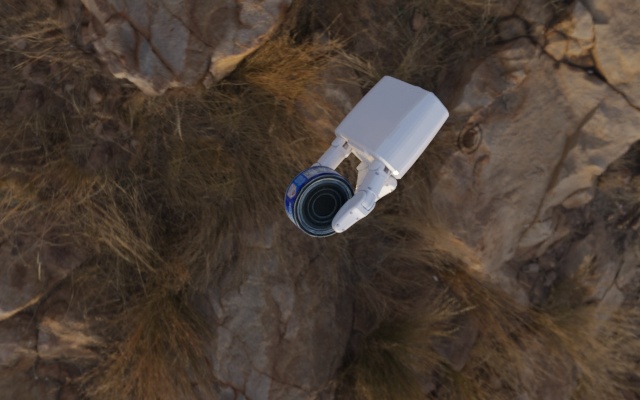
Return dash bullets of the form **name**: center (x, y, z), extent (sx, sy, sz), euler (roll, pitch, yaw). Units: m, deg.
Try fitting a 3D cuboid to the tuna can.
- **tuna can**: center (0.000, 0.002, 0.598), extent (0.086, 0.086, 0.033), euler (0, 21, -24)
